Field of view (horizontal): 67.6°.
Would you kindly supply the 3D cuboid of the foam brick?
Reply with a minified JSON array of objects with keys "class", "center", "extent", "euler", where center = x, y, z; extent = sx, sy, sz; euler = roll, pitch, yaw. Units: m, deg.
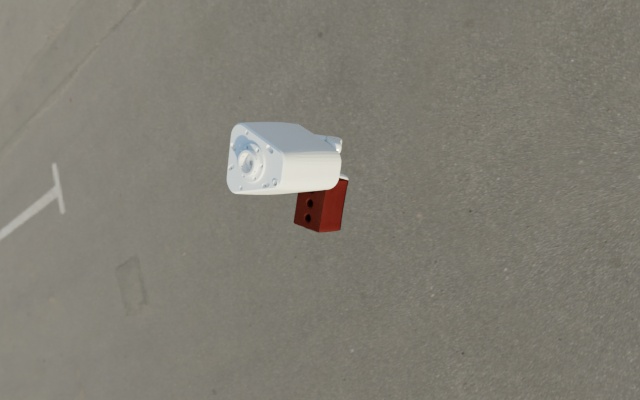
[{"class":"foam brick","center":[0.000,0.003,0.695],"extent":[0.053,0.078,0.051],"euler":[18,15,38]}]
